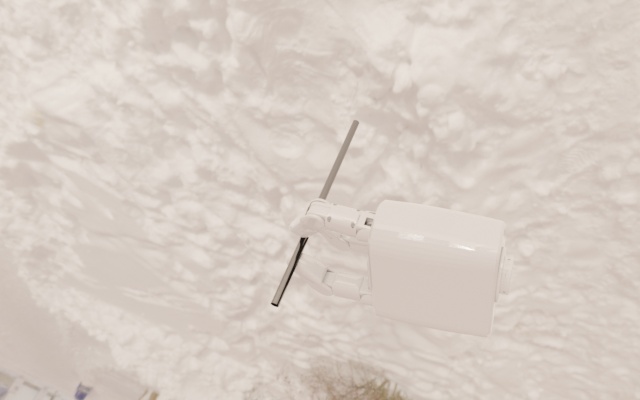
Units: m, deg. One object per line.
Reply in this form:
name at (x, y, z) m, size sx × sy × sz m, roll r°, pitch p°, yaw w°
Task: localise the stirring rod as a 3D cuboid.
stirring rod at (0.000, 0.002, 0.496) m, size 0.011 × 0.239 × 0.011 m, roll 17°, pitch -33°, yaw 11°
